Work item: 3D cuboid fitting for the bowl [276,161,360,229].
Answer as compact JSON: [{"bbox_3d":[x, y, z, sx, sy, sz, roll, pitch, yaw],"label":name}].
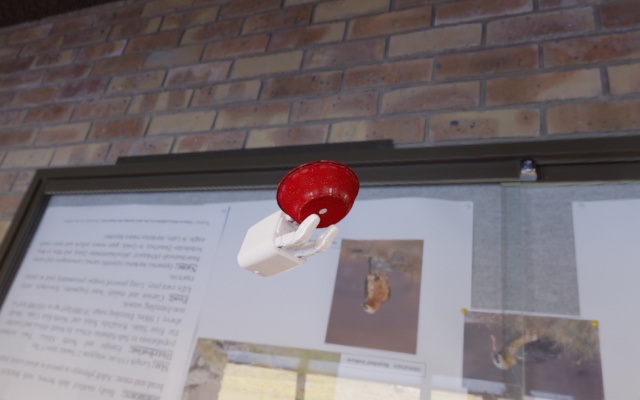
[{"bbox_3d":[0.001,0.002,0.890,0.162,0.055,0.162,-8,-43,-7],"label":"bowl"}]
